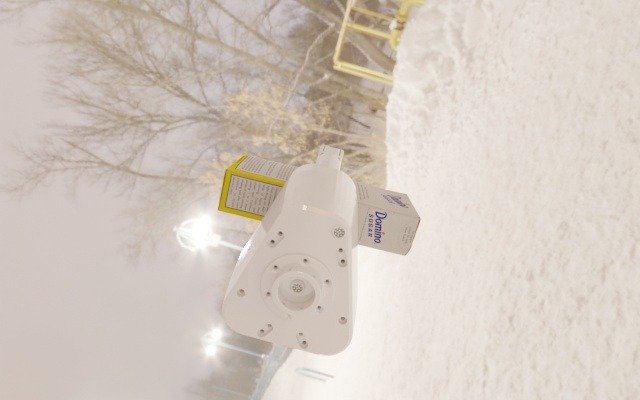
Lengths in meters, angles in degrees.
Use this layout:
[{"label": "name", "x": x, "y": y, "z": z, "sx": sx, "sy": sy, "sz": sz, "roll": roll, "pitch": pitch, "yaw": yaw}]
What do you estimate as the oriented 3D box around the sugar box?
[{"label": "sugar box", "x": 0.000, "y": 0.002, "z": 0.460, "sx": 0.176, "sy": 0.048, "sz": 0.093, "roll": 16, "pitch": 15, "yaw": -2}]
